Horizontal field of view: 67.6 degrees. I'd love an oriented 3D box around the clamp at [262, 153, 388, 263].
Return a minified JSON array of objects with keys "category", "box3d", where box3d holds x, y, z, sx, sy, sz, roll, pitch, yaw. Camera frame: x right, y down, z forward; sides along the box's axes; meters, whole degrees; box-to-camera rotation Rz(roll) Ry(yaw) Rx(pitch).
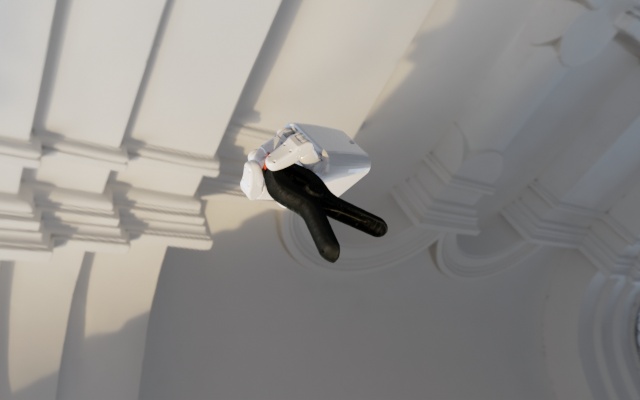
[{"category":"clamp","box3d":[0.000,0.002,0.574,0.120,0.039,0.171,-3,43,-50]}]
